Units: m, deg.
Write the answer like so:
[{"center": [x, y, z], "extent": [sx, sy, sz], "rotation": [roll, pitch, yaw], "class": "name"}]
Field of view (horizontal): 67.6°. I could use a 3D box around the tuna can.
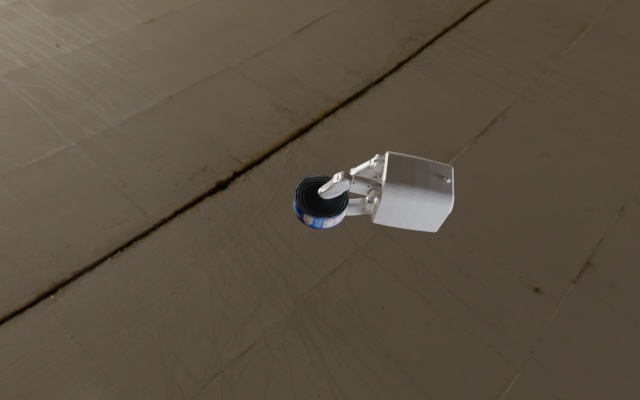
[{"center": [0.000, 0.003, 0.749], "extent": [0.086, 0.086, 0.034], "rotation": [0, -38, -10], "class": "tuna can"}]
